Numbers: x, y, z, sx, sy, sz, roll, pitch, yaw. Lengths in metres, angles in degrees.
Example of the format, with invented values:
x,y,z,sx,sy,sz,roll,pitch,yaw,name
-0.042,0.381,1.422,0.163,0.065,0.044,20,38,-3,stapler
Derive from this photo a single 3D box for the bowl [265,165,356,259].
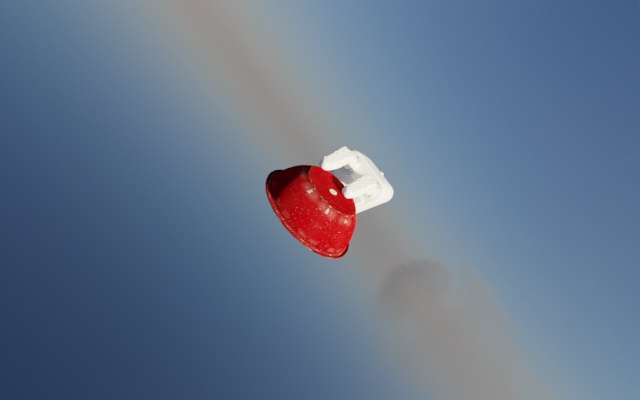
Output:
x,y,z,sx,sy,sz,roll,pitch,yaw,name
0.000,0.002,0.685,0.055,0.162,0.162,-42,-21,25,bowl
